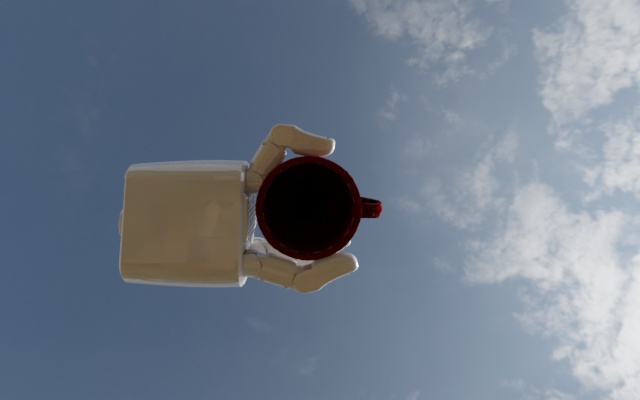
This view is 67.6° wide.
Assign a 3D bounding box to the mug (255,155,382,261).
[{"bbox_3d":[0.002,0.001,0.455,0.117,0.093,0.081,2,10,-3],"label":"mug"}]
